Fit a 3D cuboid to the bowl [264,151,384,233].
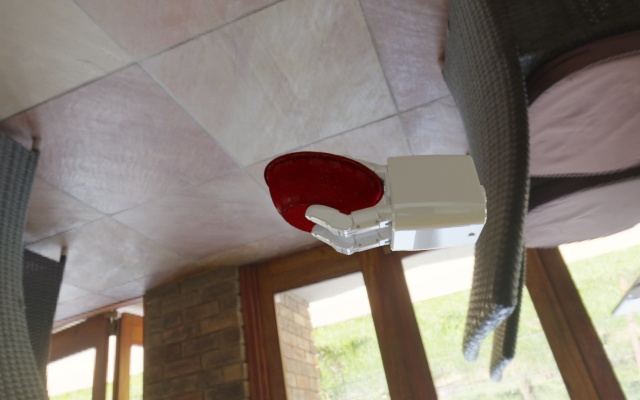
[{"bbox_3d":[-0.001,0.002,0.622,0.162,0.055,0.162,8,-26,4],"label":"bowl"}]
